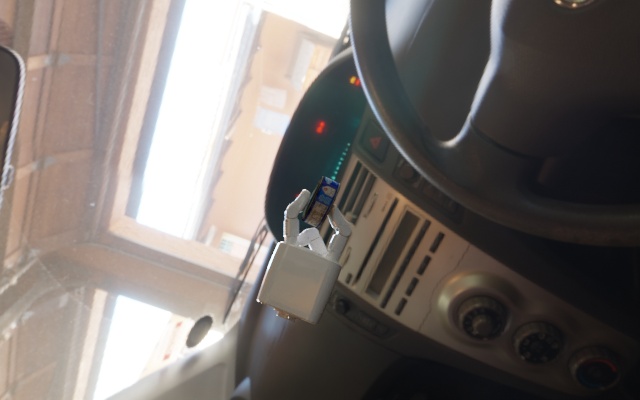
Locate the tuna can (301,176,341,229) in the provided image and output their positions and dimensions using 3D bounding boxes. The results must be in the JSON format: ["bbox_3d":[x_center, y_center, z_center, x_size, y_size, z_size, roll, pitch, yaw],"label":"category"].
[{"bbox_3d":[0.000,0.002,0.807,0.034,0.086,0.086,26,-3,-5],"label":"tuna can"}]
